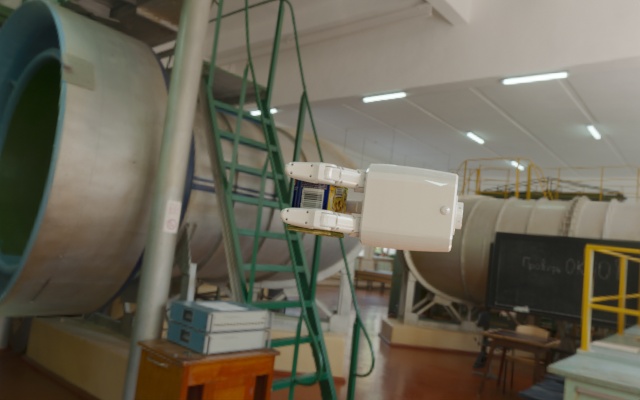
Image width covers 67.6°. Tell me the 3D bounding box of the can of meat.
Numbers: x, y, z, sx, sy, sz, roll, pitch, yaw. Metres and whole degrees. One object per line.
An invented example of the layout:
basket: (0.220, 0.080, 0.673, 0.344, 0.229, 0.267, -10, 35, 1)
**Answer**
can of meat: (0.000, 0.002, 0.614, 0.057, 0.084, 0.102, 6, -5, 18)
